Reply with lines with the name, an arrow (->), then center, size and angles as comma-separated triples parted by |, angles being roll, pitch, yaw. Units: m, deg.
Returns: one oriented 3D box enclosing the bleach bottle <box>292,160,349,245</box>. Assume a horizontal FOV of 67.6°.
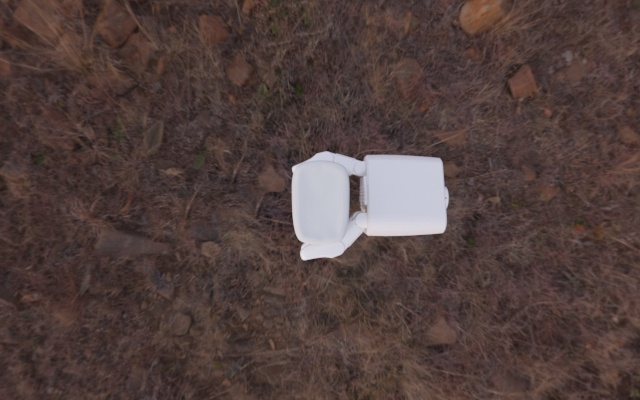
bleach bottle -> 0.000, 0.002, 0.676 | 0.068, 0.102, 0.251 | 0, 1, 0
